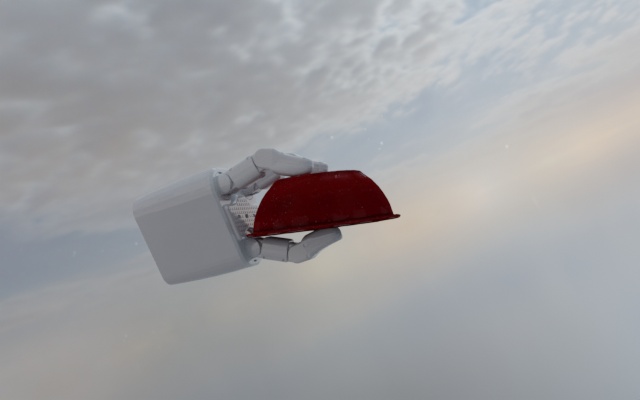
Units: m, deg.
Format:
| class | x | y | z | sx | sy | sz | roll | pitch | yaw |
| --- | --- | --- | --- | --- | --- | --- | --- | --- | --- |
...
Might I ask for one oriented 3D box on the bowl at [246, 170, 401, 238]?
| class | x | y | z | sx | sy | sz | roll | pitch | yaw |
| --- | --- | --- | --- | --- | --- | --- | --- | --- | --- |
| bowl | 0.001 | 0.001 | 0.501 | 0.162 | 0.055 | 0.162 | -7 | -2 | 0 |
